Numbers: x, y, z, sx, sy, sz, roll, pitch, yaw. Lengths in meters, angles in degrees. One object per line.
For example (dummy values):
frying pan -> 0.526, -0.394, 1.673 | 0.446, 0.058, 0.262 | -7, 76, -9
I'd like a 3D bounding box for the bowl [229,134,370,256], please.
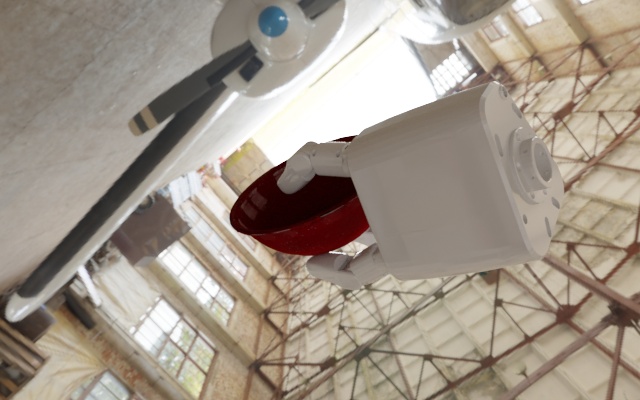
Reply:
bowl -> -0.001, 0.002, 0.441 | 0.162, 0.055, 0.162 | -21, 25, 10
